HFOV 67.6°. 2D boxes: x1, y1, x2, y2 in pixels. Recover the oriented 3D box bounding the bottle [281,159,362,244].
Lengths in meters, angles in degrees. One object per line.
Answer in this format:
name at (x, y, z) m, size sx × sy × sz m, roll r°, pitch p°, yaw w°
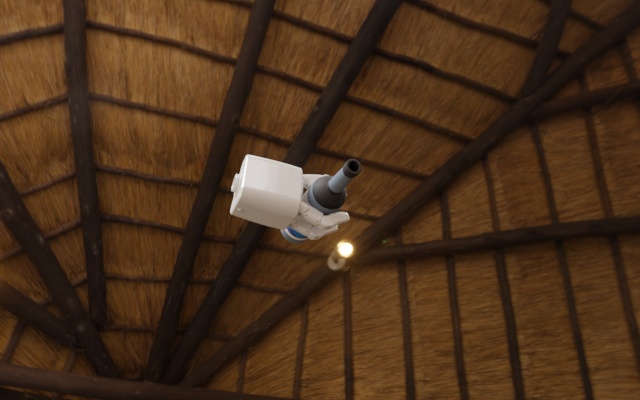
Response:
bottle at (0.000, 0.003, 0.883) m, size 0.069 × 0.069 × 0.296 m, roll 0°, pitch -23°, yaw -23°
